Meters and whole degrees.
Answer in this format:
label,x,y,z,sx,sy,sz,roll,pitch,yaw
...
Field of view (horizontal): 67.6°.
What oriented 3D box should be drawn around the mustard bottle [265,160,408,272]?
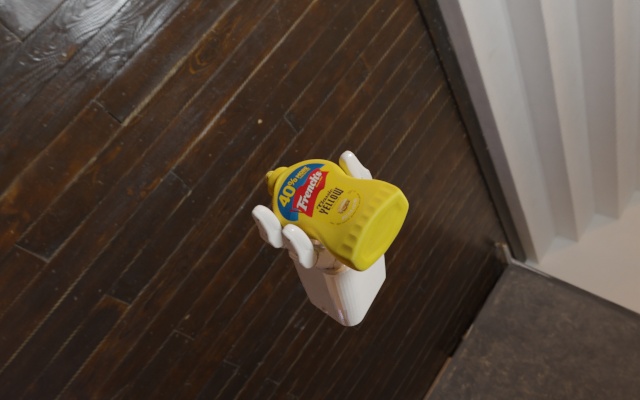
label,x,y,z,sx,sy,sz,roll,pitch,yaw
mustard bottle,0.000,0.002,0.552,0.191,0.096,0.058,26,-14,42
